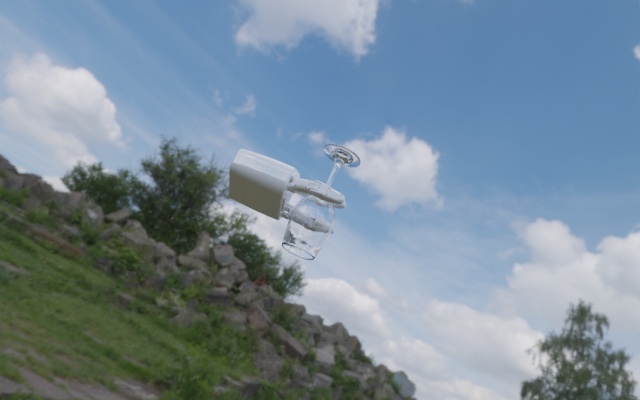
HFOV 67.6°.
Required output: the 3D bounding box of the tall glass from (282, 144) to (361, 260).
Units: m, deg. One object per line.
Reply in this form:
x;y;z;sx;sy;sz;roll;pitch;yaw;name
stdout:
0.001;0.002;0.844;0.079;0.201;0.079;21;-20;8;tall glass
